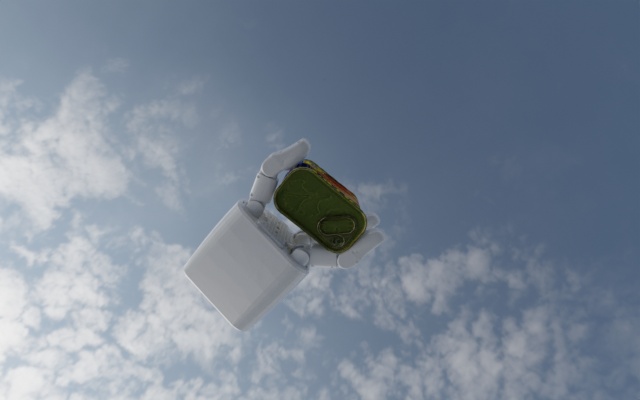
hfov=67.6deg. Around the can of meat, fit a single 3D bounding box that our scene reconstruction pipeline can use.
[{"bbox_3d":[0.000,0.002,0.541,0.102,0.057,0.084,39,11,-9],"label":"can of meat"}]
